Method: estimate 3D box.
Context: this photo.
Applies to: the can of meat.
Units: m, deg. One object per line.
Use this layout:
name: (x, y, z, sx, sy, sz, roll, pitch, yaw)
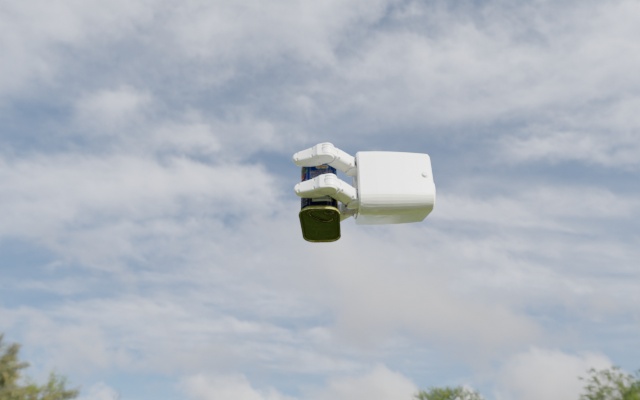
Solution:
can of meat: (0.000, 0.002, 0.704, 0.057, 0.084, 0.102, -2, -32, 3)
